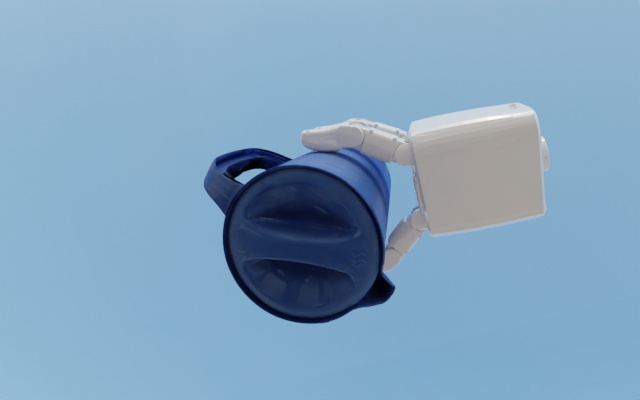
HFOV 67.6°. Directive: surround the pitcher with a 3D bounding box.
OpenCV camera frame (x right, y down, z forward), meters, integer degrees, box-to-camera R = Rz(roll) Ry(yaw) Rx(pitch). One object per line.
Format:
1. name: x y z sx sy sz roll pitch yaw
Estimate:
1. pitcher: 0.000 0.002 0.483 0.145 0.149 0.242 -12 12 15
